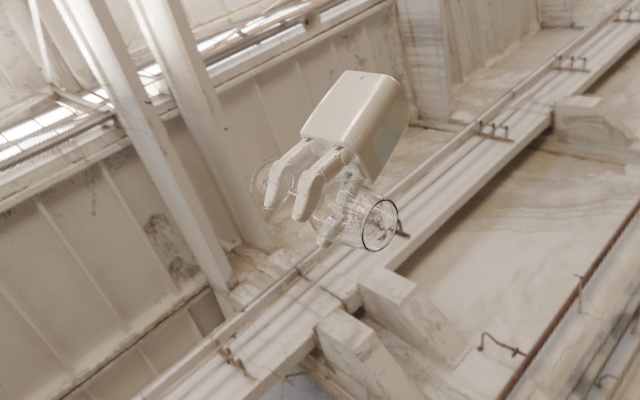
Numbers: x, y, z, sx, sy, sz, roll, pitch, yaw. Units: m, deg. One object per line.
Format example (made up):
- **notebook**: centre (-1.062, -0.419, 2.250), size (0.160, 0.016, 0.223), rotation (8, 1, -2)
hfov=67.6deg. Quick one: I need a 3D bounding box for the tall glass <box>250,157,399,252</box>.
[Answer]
- **tall glass**: centre (0.000, 0.002, 0.597), size (0.079, 0.079, 0.201), rotation (0, 16, -44)
